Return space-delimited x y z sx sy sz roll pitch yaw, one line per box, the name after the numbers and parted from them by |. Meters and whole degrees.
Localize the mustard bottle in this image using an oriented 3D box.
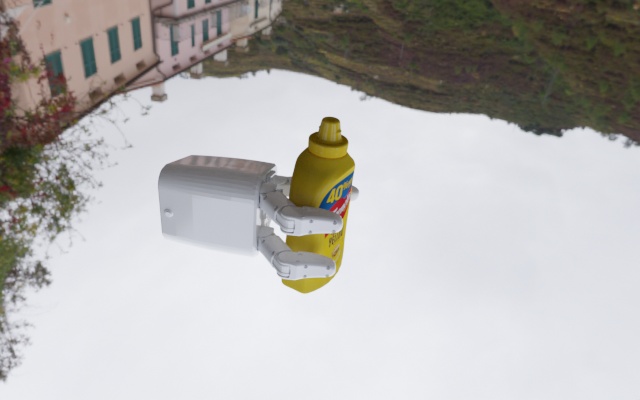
0.000 0.002 0.518 0.058 0.192 0.096 22 34 24 | mustard bottle
